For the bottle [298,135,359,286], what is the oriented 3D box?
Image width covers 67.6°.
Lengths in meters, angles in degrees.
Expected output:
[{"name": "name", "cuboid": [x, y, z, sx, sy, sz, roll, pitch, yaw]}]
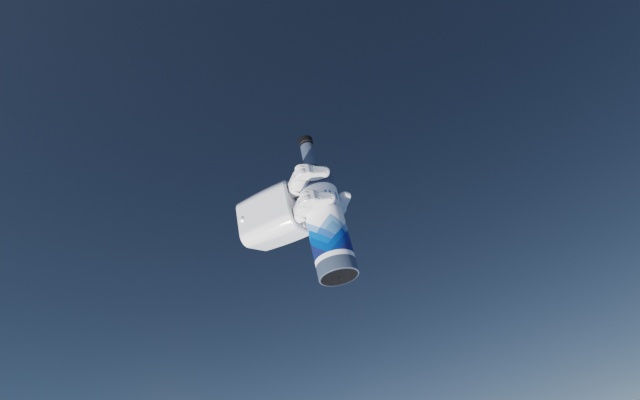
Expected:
[{"name": "bottle", "cuboid": [0.000, 0.003, 0.841, 0.069, 0.295, 0.069, -10, -33, -6]}]
